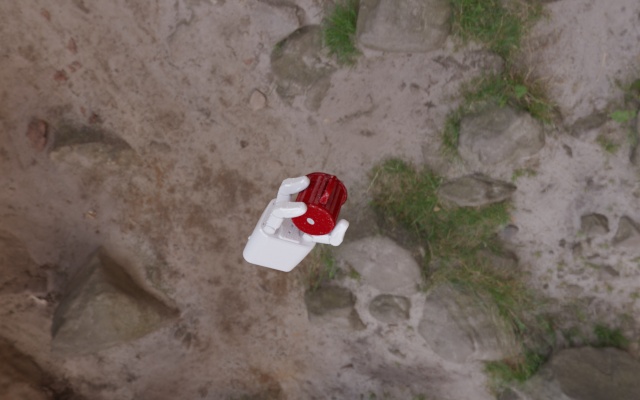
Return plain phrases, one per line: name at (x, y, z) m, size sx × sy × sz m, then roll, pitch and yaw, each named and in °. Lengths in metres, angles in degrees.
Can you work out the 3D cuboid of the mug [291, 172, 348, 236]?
mug at (0.001, 0.002, 0.851) m, size 0.093 × 0.081 × 0.117 m, roll 28°, pitch -44°, yaw -8°
